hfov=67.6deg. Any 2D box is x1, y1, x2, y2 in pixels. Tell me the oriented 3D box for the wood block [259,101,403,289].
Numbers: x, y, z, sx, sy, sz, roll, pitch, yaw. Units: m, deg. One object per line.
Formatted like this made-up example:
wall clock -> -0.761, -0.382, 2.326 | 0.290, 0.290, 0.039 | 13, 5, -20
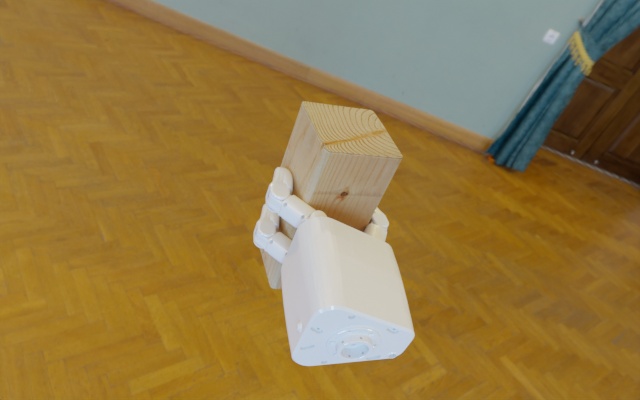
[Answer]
wood block -> 0.001, 0.002, 0.552 | 0.091, 0.206, 0.090 | 2, 42, -26
